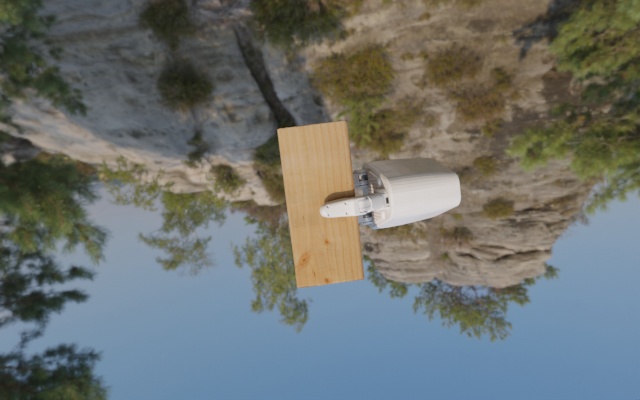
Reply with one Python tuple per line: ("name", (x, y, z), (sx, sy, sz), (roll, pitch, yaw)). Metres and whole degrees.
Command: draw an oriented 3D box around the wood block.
("wood block", (0.001, 0.002, 0.648), (0.090, 0.206, 0.091), (-7, 5, -1))
